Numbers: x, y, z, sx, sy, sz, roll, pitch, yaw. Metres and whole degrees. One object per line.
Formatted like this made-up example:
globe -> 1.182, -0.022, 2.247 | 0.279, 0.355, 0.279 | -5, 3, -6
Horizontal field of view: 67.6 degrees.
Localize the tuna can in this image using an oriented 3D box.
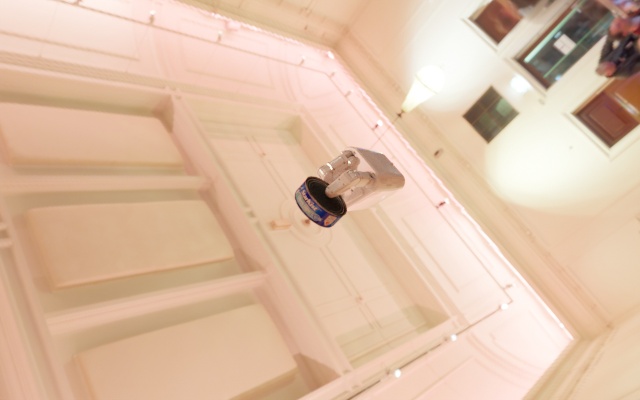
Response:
tuna can -> 0.000, 0.003, 0.774 | 0.034, 0.086, 0.086 | -47, -24, 25
